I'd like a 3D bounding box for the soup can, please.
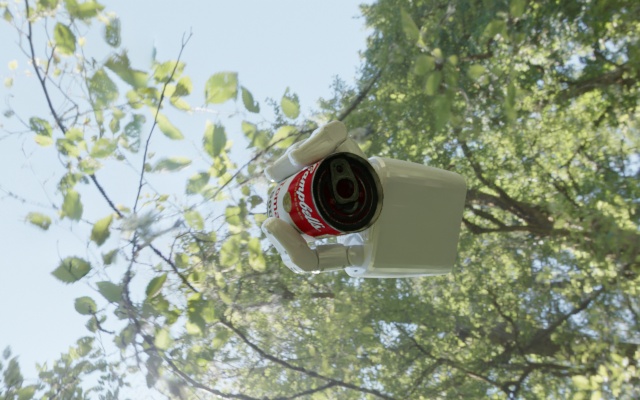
[{"bbox_3d":[-0.001,0.002,0.431,0.068,0.068,0.102,0,-10,-28],"label":"soup can"}]
